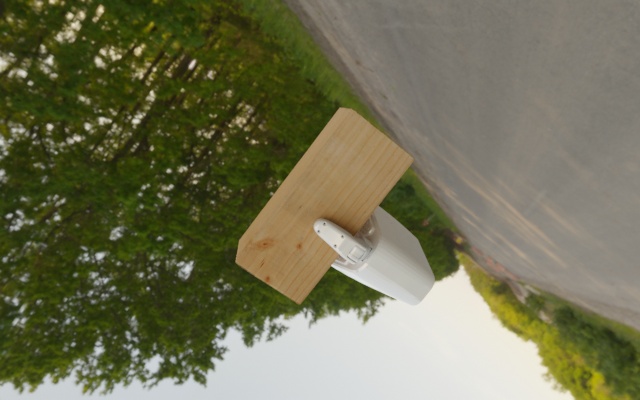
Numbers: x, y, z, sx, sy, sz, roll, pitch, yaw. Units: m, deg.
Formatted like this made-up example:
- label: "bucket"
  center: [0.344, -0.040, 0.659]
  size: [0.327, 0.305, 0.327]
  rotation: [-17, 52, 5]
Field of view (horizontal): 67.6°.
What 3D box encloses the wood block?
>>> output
- label: "wood block"
  center: [0.000, 0.002, 0.553]
  size: [0.090, 0.206, 0.091]
  rotation: [36, 6, -13]
